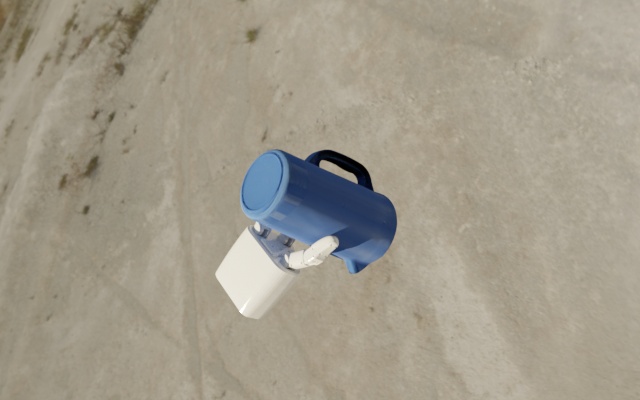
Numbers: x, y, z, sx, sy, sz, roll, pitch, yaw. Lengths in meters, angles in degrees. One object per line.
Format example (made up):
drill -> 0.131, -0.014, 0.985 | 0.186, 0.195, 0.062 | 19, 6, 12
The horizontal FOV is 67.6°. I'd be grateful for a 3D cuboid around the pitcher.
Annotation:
pitcher -> 0.000, 0.003, 0.753 | 0.243, 0.145, 0.149 | 25, 21, -41
